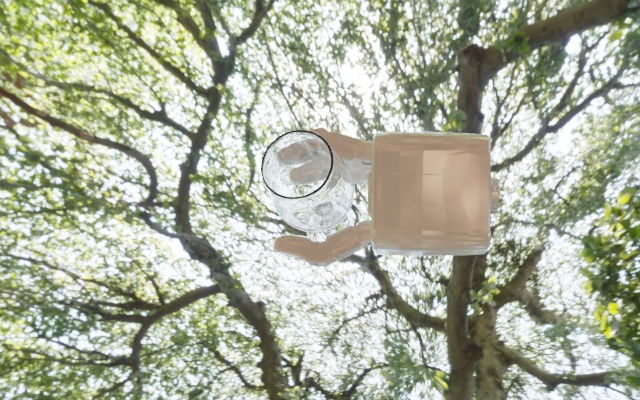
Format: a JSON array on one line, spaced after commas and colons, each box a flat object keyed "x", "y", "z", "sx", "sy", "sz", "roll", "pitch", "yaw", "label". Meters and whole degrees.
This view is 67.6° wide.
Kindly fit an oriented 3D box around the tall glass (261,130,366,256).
[{"x": 0.000, "y": 0.002, "z": 0.481, "sx": 0.079, "sy": 0.079, "sz": 0.201, "roll": 0, "pitch": -19, "yaw": 12, "label": "tall glass"}]
